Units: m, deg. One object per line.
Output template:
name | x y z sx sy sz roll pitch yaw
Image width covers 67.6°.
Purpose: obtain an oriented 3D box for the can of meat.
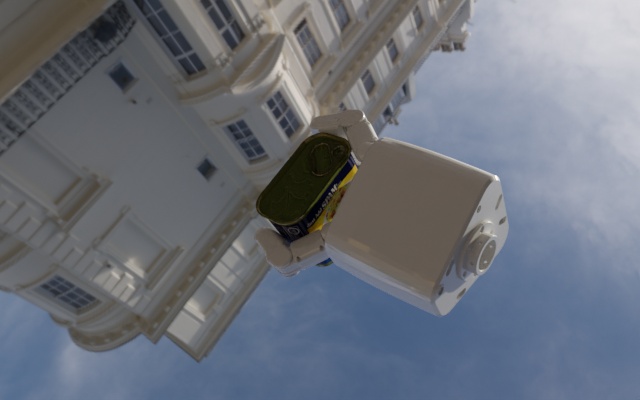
can of meat | 0.000 0.002 0.458 0.057 0.102 0.084 22 -23 38
